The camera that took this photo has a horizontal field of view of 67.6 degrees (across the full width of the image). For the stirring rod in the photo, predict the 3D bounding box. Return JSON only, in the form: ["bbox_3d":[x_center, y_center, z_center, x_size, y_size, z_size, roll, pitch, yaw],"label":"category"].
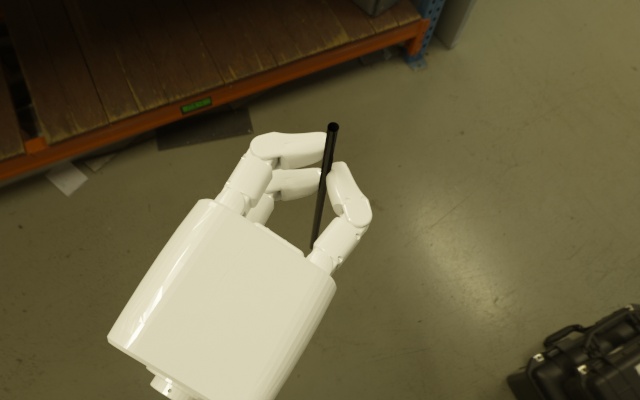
[{"bbox_3d":[0.000,0.002,0.427,0.011,0.011,0.240,0,-25,-4],"label":"stirring rod"}]
